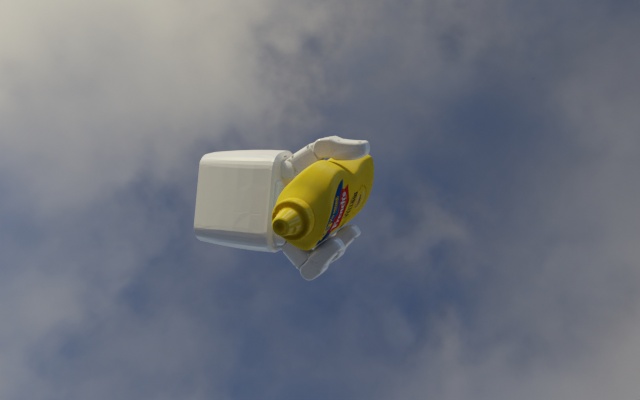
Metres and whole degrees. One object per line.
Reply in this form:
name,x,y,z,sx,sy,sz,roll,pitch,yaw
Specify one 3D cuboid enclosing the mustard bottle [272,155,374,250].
mustard bottle,0.000,0.002,0.517,0.058,0.096,0.191,28,23,15
